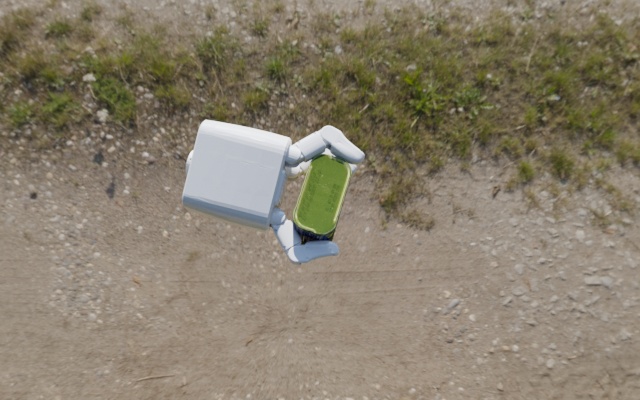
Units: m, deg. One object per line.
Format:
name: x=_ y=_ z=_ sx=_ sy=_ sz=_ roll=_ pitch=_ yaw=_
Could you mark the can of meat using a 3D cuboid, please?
can of meat: x=0.000 y=0.002 z=0.586 sx=0.057 sy=0.102 sz=0.084 roll=17 pitch=-15 yaw=1
